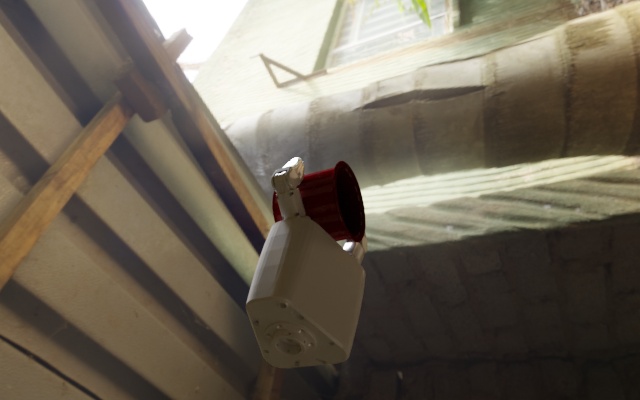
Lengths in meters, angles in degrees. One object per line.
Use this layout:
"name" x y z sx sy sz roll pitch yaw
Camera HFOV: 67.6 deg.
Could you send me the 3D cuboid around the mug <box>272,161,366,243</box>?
"mug" 0.000 0.001 0.557 0.081 0.093 0.117 -13 33 22
